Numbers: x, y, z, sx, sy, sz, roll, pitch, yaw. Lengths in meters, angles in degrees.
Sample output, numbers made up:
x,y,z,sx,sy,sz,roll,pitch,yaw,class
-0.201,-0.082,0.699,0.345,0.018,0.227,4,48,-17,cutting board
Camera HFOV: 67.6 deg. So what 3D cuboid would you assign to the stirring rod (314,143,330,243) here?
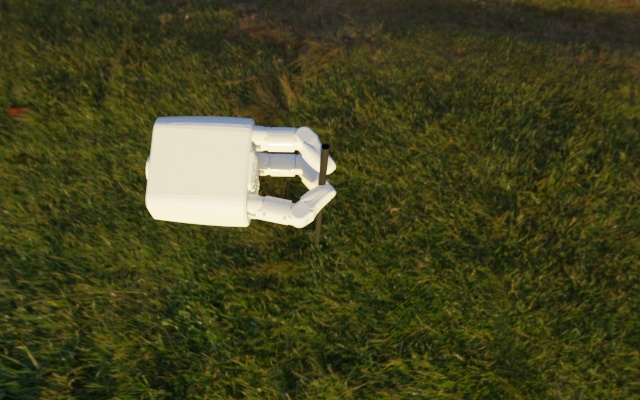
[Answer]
x,y,z,sx,sy,sz,roll,pitch,yaw,class
0.000,0.002,0.568,0.011,0.011,0.240,0,-27,-3,stirring rod
